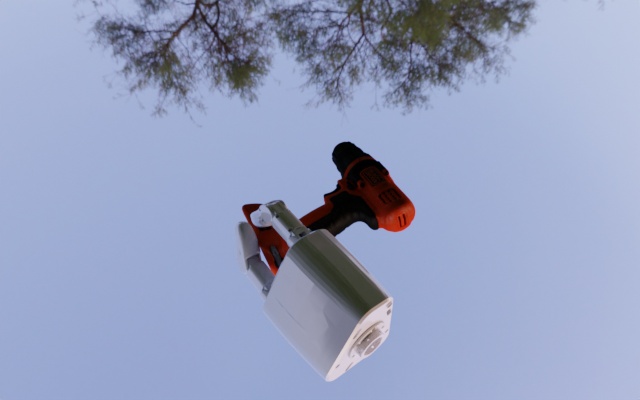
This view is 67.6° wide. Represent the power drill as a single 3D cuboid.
[{"bbox_3d":[0.000,0.002,0.602,0.187,0.057,0.184,-26,37,-7],"label":"power drill"}]
